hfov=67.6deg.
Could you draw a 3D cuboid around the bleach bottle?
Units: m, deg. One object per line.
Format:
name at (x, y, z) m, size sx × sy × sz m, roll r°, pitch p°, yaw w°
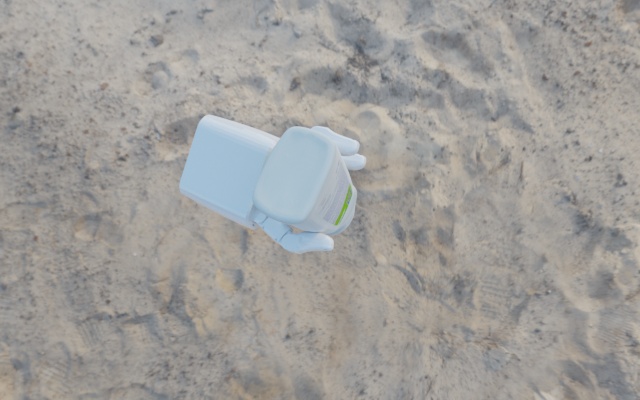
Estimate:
bleach bottle at (0.000, 0.002, 0.586) m, size 0.068 × 0.102 × 0.251 m, roll 23°, pitch -8°, yaw 17°
